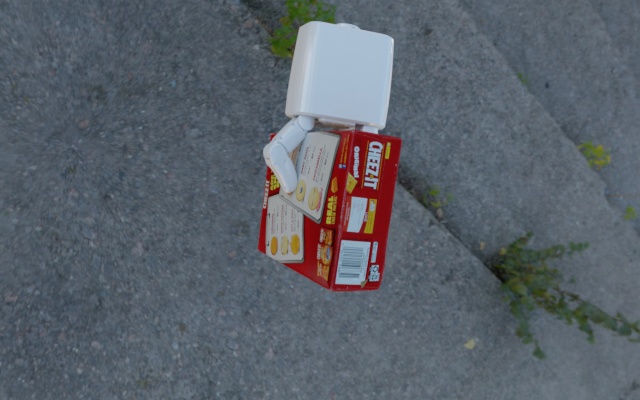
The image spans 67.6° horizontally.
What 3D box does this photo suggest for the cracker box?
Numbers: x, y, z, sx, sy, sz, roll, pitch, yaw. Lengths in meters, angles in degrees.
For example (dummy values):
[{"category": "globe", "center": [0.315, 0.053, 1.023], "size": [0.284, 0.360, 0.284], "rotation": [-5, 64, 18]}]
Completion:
[{"category": "cracker box", "center": [0.000, 0.002, 0.574], "size": [0.072, 0.164, 0.213], "rotation": [6, 3, -28]}]
